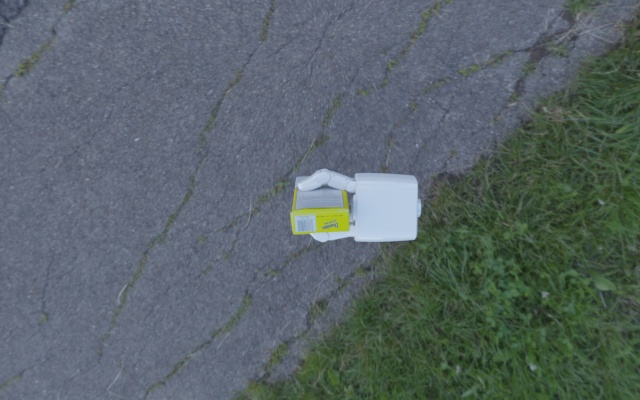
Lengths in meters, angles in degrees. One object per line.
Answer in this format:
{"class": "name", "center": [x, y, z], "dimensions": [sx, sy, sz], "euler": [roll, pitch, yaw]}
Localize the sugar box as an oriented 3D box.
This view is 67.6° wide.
{"class": "sugar box", "center": [0.000, 0.003, 0.830], "dimensions": [0.093, 0.048, 0.176], "euler": [-2, 19, 2]}
